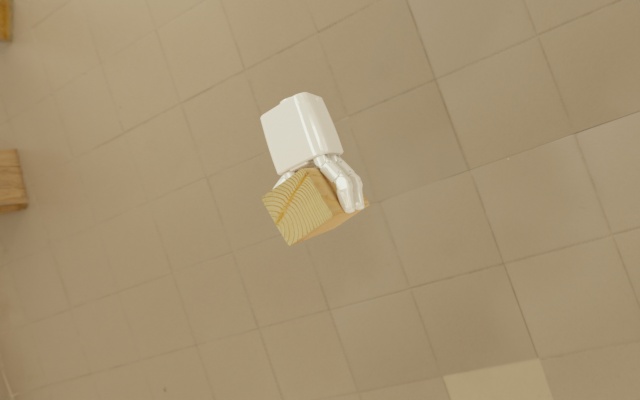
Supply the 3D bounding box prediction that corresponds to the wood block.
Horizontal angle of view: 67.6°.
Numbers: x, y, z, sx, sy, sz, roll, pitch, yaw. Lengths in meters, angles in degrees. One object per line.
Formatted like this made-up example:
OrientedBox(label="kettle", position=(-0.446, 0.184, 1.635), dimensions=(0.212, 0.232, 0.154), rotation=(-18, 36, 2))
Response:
OrientedBox(label="wood block", position=(0.000, 0.003, 0.819), dimensions=(0.091, 0.090, 0.206), rotation=(-34, -8, 20))
